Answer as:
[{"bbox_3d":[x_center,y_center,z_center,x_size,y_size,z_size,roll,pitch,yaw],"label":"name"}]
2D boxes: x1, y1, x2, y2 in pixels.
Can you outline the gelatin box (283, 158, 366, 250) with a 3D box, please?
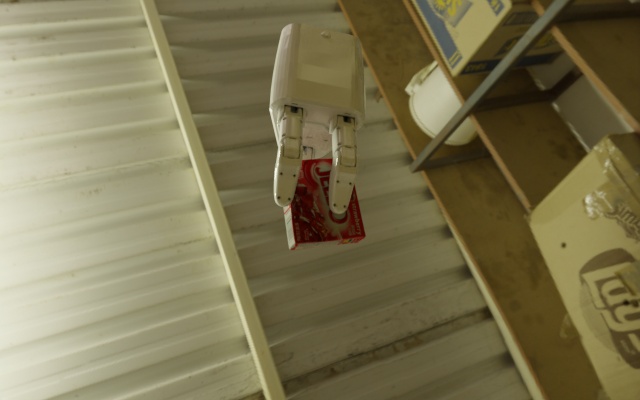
[{"bbox_3d":[0.000,0.002,0.484,0.073,0.089,0.030,-4,-18,-18],"label":"gelatin box"}]
